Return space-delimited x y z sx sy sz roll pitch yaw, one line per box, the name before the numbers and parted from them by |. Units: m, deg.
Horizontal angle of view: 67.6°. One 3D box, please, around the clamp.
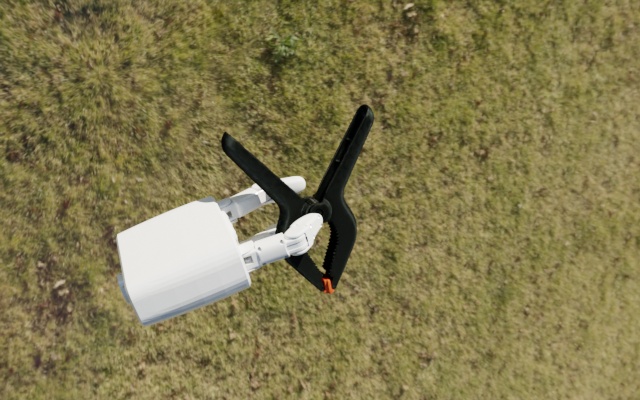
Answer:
clamp | 0.000 0.003 0.524 0.164 0.210 0.036 -20 21 -12
